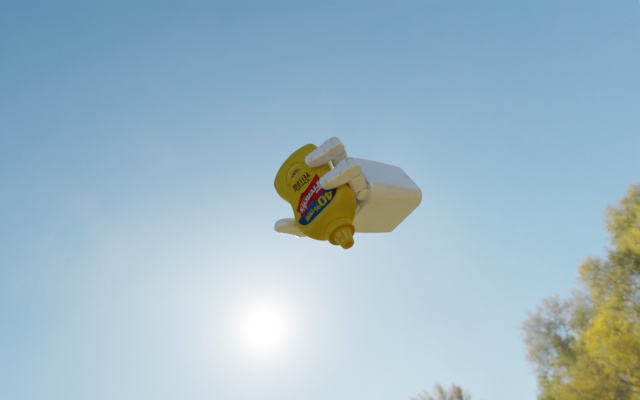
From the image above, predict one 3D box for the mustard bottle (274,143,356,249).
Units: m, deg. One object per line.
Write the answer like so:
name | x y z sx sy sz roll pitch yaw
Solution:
mustard bottle | 0.000 0.002 0.699 0.058 0.096 0.191 33 16 -43
